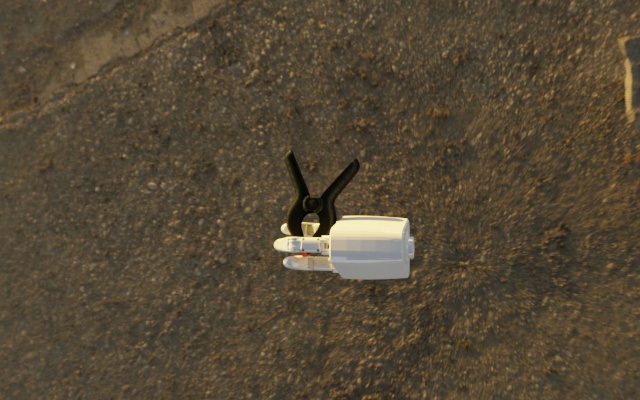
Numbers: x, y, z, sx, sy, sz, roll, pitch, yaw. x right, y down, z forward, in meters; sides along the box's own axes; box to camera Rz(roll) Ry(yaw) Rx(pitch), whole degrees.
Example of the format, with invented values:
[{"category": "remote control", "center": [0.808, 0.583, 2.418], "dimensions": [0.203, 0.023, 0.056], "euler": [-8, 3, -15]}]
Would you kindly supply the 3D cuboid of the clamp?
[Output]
[{"category": "clamp", "center": [0.000, 0.003, 0.747], "dimensions": [0.120, 0.171, 0.039], "euler": [-1, -7, 14]}]
